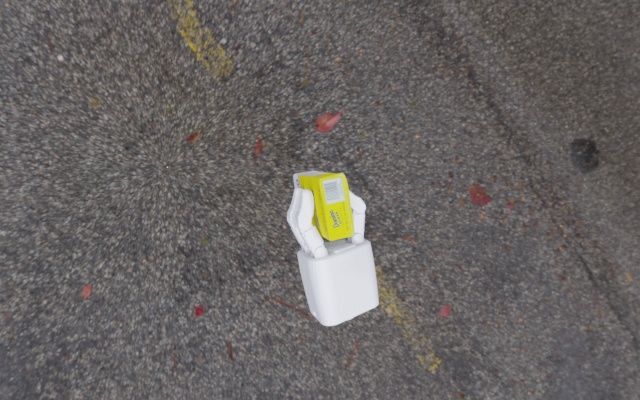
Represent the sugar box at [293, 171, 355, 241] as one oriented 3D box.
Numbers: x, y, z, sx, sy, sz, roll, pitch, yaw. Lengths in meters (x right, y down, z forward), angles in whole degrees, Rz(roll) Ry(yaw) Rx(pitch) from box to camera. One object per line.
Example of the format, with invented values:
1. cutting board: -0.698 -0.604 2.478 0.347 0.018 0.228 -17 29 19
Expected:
1. sugar box: 0.000 0.003 0.752 0.048 0.093 0.176 -11 7 -17
